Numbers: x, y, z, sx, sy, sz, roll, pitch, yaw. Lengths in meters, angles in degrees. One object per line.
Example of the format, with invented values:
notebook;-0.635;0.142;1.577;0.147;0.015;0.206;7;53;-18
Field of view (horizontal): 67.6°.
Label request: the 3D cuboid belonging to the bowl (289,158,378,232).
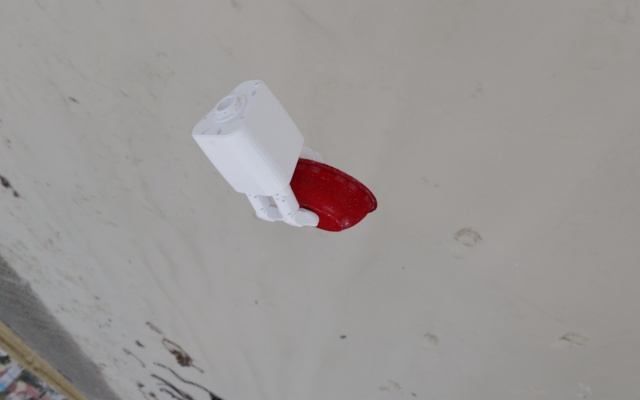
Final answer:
bowl;0.001;0.003;0.710;0.162;0.055;0.162;21;-19;7
